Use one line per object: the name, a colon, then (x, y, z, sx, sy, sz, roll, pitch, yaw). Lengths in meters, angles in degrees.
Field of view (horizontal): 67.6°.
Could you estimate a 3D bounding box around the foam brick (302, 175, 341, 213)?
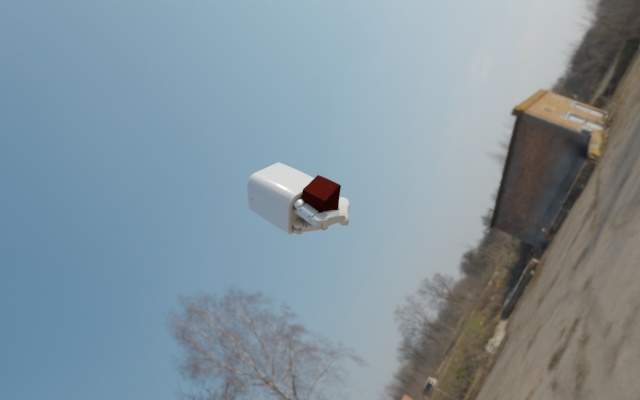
foam brick: (0.000, 0.003, 0.879, 0.051, 0.078, 0.053, 28, 50, 22)
